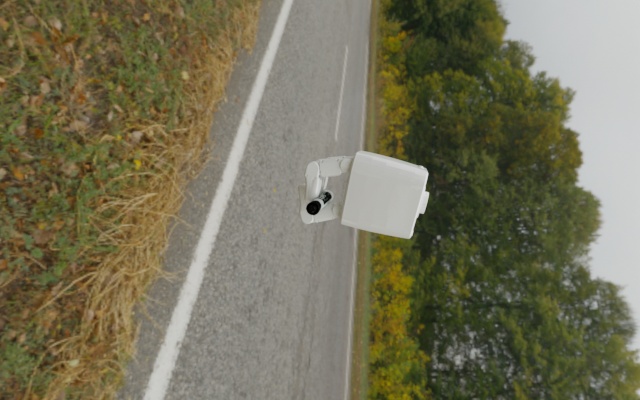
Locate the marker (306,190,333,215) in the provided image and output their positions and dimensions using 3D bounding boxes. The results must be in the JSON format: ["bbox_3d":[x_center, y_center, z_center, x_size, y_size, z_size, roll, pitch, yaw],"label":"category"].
[{"bbox_3d":[0.000,0.002,0.699,0.020,0.020,0.121,0,9,11],"label":"marker"}]
